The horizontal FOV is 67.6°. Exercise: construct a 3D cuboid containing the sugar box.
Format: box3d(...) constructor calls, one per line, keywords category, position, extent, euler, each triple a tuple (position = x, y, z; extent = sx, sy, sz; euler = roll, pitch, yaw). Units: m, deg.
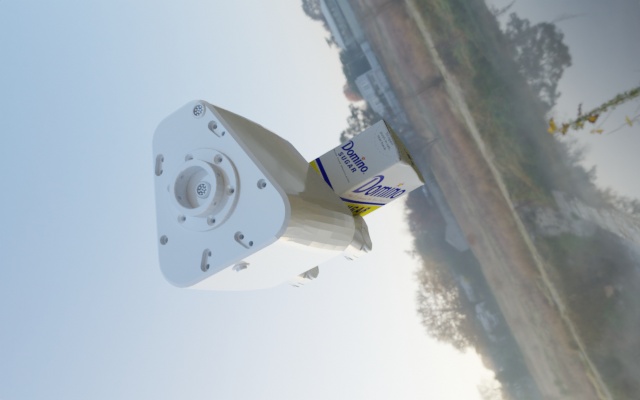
box3d(category="sugar box", position=(0.000, 0.002, 0.428), extent=(0.176, 0.048, 0.093), euler=(-27, -19, 16))
